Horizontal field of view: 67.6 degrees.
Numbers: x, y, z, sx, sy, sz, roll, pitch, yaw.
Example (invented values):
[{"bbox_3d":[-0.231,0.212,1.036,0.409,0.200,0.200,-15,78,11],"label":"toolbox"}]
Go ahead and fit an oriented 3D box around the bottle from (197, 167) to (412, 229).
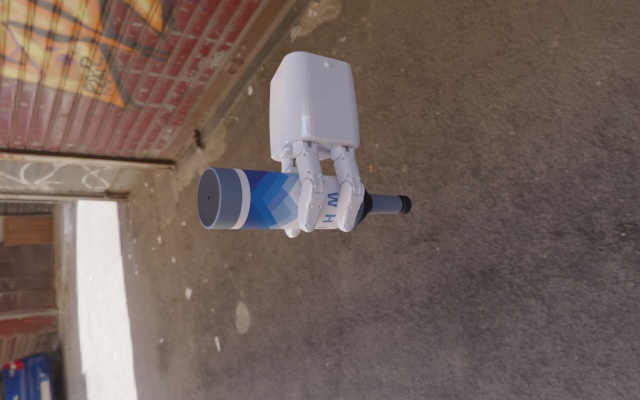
[{"bbox_3d":[0.000,0.002,0.594,0.296,0.069,0.069,2,-1,-35],"label":"bottle"}]
